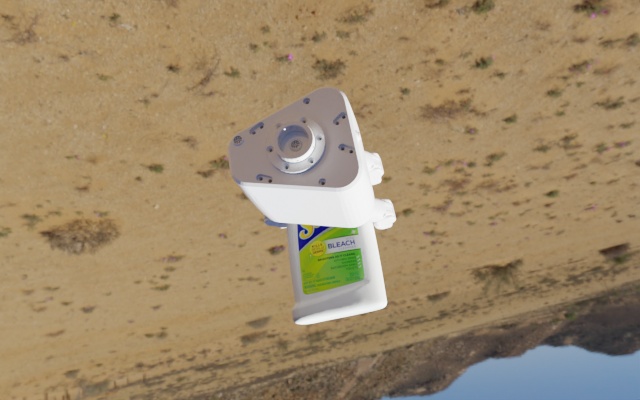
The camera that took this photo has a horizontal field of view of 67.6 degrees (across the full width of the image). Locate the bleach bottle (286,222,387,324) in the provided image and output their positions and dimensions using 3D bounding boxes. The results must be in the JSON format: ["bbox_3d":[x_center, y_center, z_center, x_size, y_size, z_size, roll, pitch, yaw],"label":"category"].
[{"bbox_3d":[0.000,0.002,0.531,0.102,0.250,0.068,-13,-18,6],"label":"bleach bottle"}]
